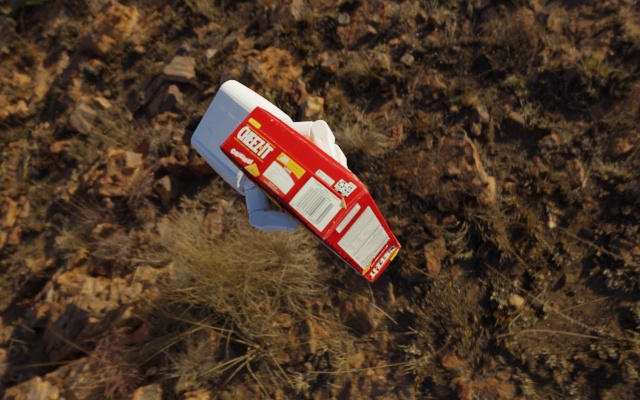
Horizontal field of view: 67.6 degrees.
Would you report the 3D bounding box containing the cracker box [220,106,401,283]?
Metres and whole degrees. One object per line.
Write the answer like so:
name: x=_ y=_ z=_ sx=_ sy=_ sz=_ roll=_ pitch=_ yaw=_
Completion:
cracker box: x=0.000 y=0.002 z=0.561 sx=0.164 sy=0.072 sz=0.214 roll=39 pitch=-4 yaw=27
